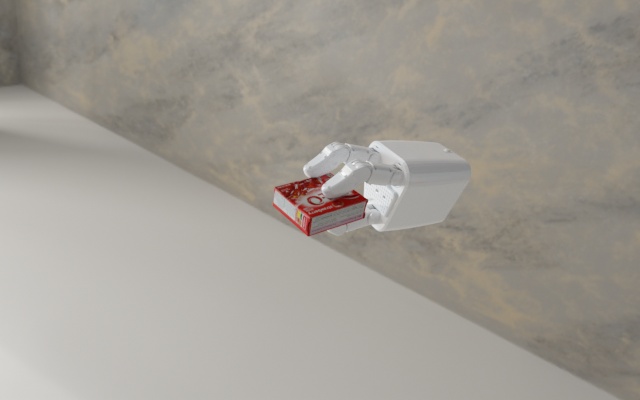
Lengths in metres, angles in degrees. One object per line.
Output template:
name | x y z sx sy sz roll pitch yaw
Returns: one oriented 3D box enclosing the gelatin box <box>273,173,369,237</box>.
gelatin box | 0.000 0.002 0.566 0.089 0.030 0.073 -16 39 -35
